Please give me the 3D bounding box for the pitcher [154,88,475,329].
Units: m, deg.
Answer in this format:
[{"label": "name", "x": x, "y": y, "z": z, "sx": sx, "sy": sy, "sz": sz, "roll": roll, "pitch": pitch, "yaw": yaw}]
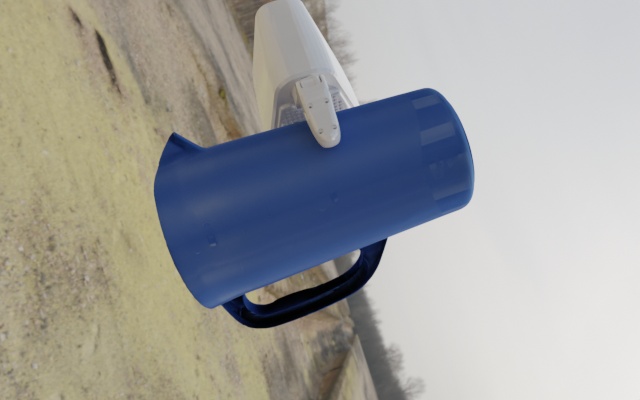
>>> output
[{"label": "pitcher", "x": 0.000, "y": 0.001, "z": 0.409, "sx": 0.243, "sy": 0.145, "sz": 0.149, "roll": -18, "pitch": -30, "yaw": 0}]
